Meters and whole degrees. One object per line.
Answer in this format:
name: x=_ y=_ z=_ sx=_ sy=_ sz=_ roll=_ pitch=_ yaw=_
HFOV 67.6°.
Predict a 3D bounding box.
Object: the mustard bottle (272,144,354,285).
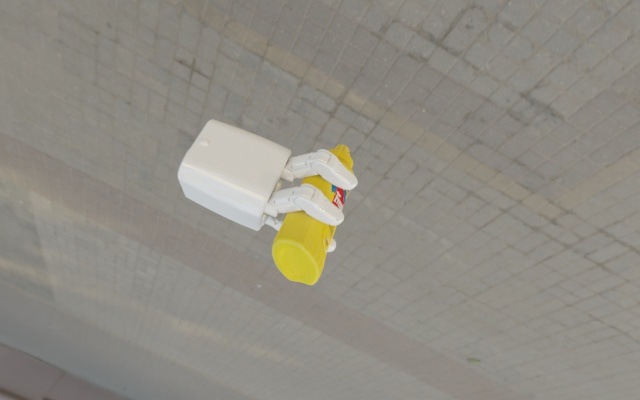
mustard bottle: x=0.000 y=0.002 z=0.599 sx=0.058 sy=0.191 sz=0.096 roll=10 pitch=-36 yaw=17
